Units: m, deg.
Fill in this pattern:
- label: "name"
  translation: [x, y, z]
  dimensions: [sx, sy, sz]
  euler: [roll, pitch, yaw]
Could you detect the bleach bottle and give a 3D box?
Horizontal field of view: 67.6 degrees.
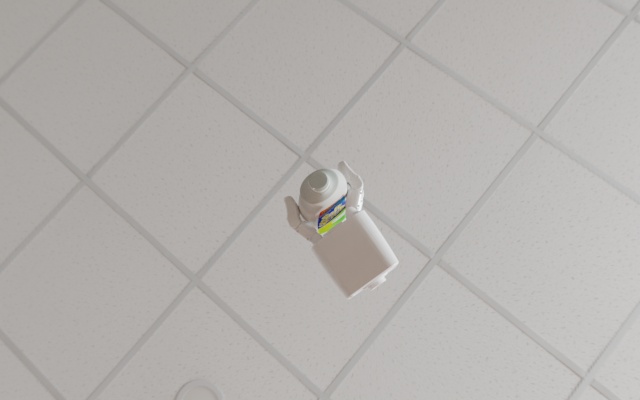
- label: "bleach bottle"
  translation: [0.000, 0.003, 0.827]
  dimensions: [0.102, 0.068, 0.251]
  euler: [-33, -14, -3]
